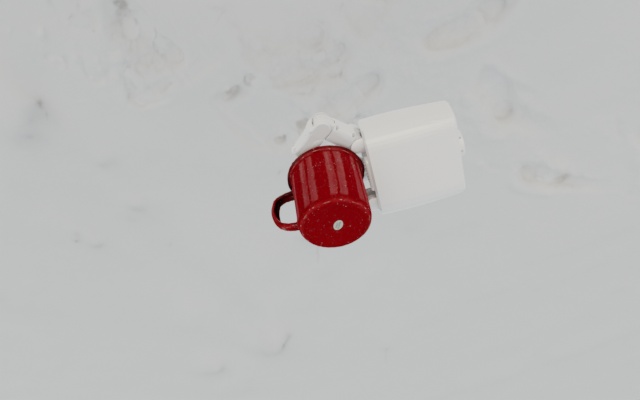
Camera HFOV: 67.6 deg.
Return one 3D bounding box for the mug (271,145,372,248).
[{"bbox_3d":[-0.001,0.002,0.541,0.117,0.081,0.093,-15,-45,5],"label":"mug"}]
